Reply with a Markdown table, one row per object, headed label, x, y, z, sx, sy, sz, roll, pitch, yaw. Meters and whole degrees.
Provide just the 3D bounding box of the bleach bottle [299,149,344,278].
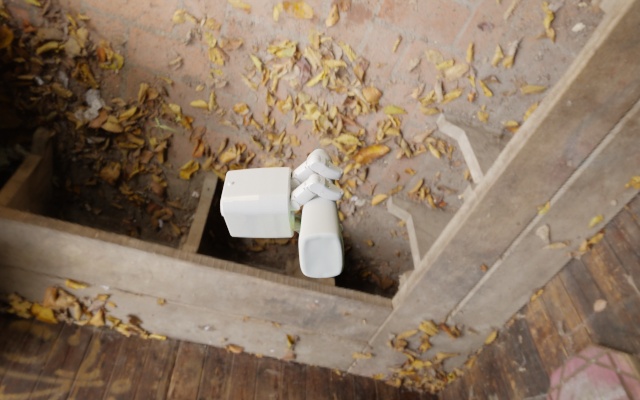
| label | x | y | z | sx | sy | sz | roll | pitch | yaw |
| --- | --- | --- | --- | --- | --- | --- | --- | --- | --- |
| bleach bottle | 0.000 | 0.003 | 0.806 | 0.068 | 0.103 | 0.250 | -2 | 40 | 1 |
